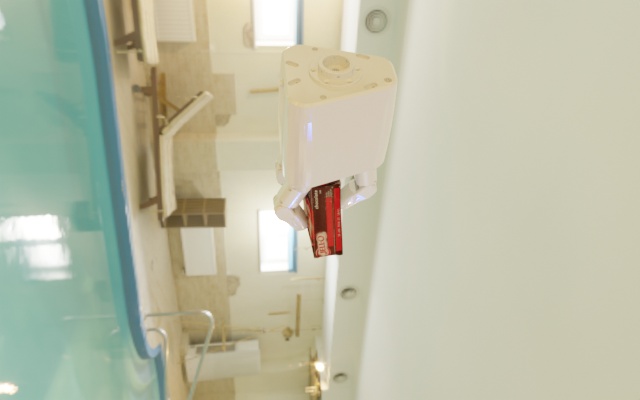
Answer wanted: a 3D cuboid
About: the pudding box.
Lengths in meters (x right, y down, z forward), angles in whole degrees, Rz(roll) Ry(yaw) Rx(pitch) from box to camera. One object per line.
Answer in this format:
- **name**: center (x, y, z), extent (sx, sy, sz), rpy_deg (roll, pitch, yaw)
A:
- **pudding box**: center (0.000, 0.002, 0.565), extent (0.039, 0.090, 0.113), rpy_deg (-4, 23, -4)
